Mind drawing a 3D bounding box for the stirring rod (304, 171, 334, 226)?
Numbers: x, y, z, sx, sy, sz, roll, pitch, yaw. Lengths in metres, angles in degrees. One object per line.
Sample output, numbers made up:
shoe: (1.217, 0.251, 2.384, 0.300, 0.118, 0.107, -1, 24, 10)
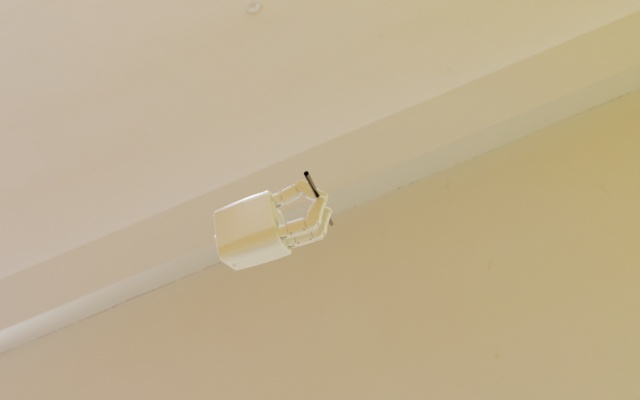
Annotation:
stirring rod: (0.000, 0.003, 0.819, 0.011, 0.011, 0.240, 0, -21, 11)
